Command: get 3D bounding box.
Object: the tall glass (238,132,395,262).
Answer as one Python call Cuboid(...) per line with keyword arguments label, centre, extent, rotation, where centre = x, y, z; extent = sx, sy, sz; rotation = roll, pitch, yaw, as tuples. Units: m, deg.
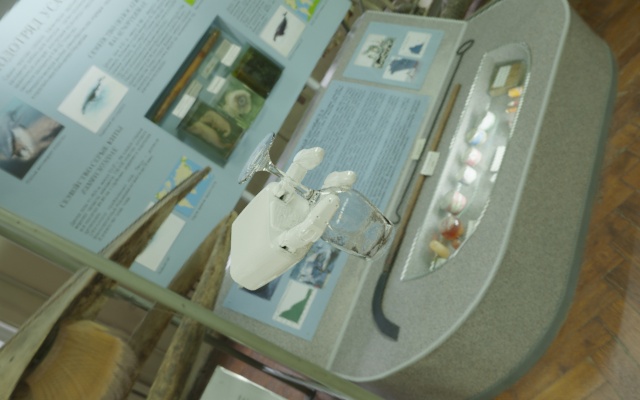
Cuboid(label="tall glass", centre=(0.000, 0.002, 0.601), extent=(0.201, 0.079, 0.079), rotation=(34, -13, -19))
